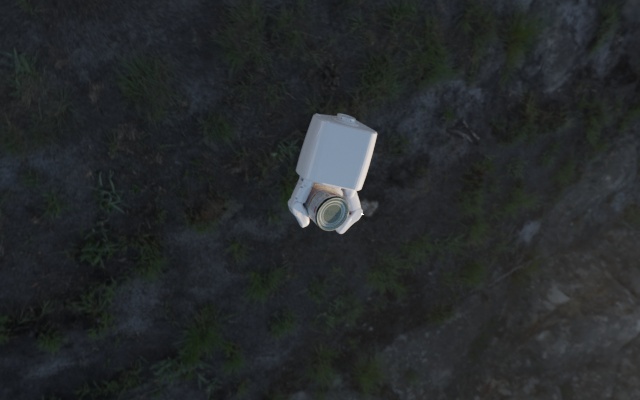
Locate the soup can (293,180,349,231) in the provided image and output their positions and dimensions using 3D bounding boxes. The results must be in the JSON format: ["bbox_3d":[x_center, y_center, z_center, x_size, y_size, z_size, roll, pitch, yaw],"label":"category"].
[{"bbox_3d":[0.000,0.003,0.866,0.068,0.068,0.102,0,25,-29],"label":"soup can"}]
